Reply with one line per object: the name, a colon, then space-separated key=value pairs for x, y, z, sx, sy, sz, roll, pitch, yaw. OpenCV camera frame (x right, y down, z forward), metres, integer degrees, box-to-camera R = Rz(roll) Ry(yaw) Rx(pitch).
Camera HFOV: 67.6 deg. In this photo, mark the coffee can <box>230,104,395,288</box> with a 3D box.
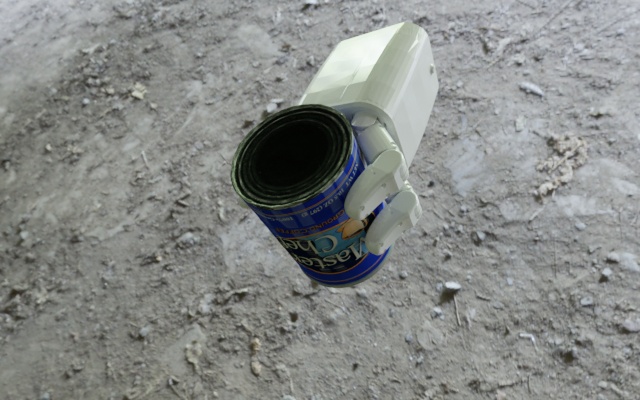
coffee can: x=0.000 y=0.002 z=0.420 sx=0.103 sy=0.102 sz=0.140 roll=0 pitch=-33 yaw=24
